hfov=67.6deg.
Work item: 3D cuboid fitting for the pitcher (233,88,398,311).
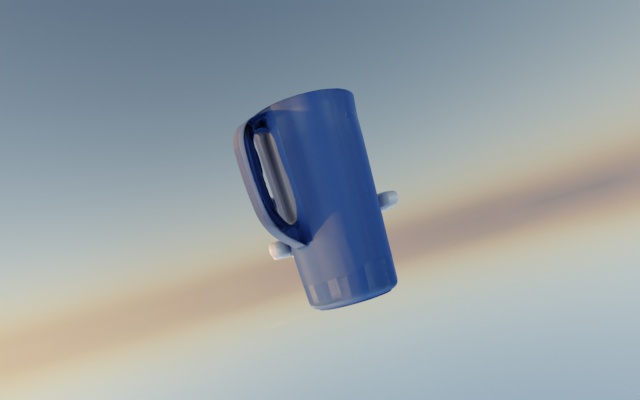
[{"bbox_3d":[0.000,0.002,0.565,0.149,0.243,0.145,-16,-7,0],"label":"pitcher"}]
